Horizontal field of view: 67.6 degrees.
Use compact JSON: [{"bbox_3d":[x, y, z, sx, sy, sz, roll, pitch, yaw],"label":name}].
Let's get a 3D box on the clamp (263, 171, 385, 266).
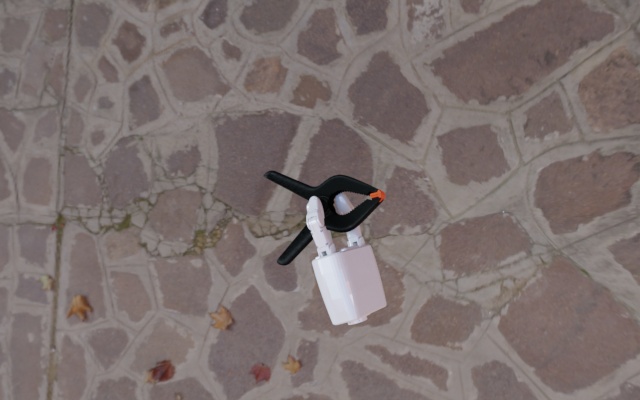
[{"bbox_3d":[0.000,0.003,0.791,0.210,0.164,0.036,-20,-10,19],"label":"clamp"}]
